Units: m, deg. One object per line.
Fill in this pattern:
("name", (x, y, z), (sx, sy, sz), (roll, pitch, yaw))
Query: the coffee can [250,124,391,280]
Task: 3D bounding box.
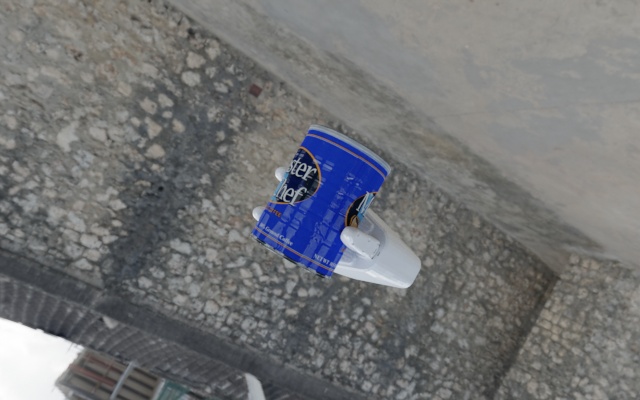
("coffee can", (0.000, 0.002, 0.530), (0.103, 0.140, 0.103), (29, -3, 2))
